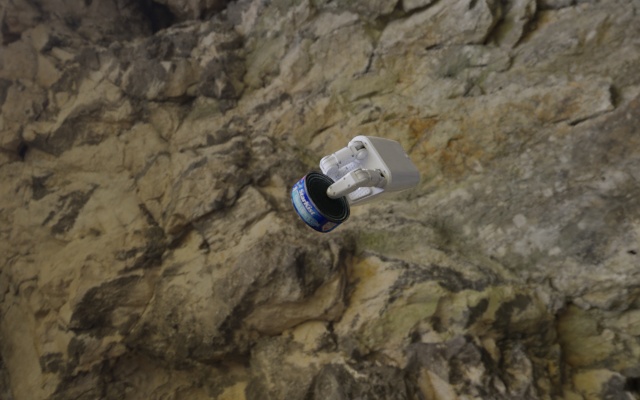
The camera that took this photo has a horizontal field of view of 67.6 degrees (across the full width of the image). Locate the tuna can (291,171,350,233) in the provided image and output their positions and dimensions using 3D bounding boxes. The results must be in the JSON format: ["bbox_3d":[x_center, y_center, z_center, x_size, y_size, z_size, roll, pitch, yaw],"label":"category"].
[{"bbox_3d":[0.000,0.003,0.676,0.034,0.086,0.086,-39,-23,31],"label":"tuna can"}]
